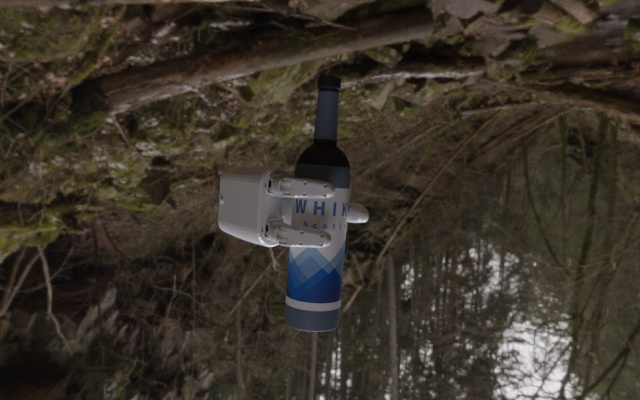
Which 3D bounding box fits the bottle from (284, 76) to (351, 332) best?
[{"bbox_3d":[0.000,0.002,0.571,0.069,0.296,0.069,4,3,0],"label":"bottle"}]
